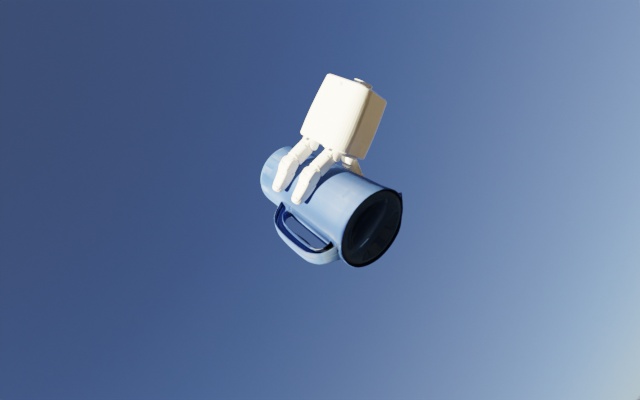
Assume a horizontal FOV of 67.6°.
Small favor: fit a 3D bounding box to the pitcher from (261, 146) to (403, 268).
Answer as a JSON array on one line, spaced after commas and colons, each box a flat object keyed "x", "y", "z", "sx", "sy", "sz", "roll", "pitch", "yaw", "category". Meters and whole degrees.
[{"x": 0.000, "y": 0.002, "z": 0.788, "sx": 0.149, "sy": 0.145, "sz": 0.242, "roll": 12, "pitch": 15, "yaw": -47, "category": "pitcher"}]
